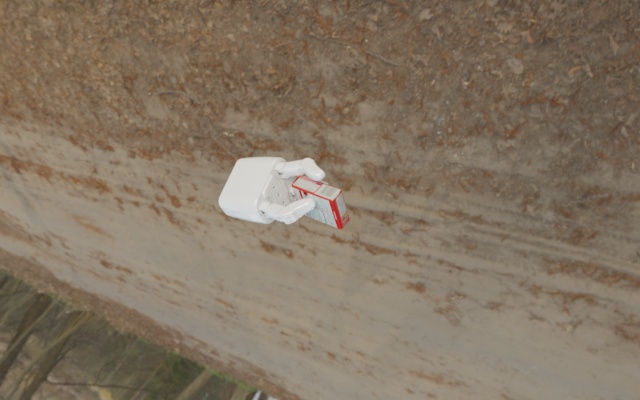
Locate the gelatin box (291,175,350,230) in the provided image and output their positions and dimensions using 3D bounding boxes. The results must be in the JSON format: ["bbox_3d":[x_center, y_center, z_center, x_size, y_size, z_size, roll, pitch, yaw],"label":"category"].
[{"bbox_3d":[0.000,0.003,0.790,0.089,0.073,0.030,21,56,33],"label":"gelatin box"}]
